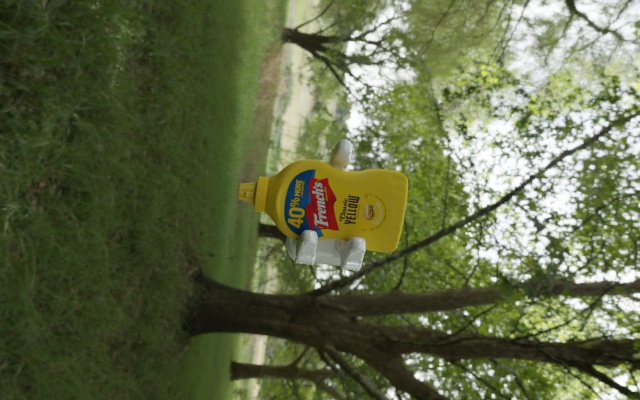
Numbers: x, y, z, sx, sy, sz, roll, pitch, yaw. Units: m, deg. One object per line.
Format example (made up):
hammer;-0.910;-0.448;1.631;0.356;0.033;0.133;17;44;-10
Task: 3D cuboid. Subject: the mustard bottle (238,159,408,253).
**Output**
mustard bottle;0.000;0.002;0.559;0.191;0.096;0.058;8;11;-4
